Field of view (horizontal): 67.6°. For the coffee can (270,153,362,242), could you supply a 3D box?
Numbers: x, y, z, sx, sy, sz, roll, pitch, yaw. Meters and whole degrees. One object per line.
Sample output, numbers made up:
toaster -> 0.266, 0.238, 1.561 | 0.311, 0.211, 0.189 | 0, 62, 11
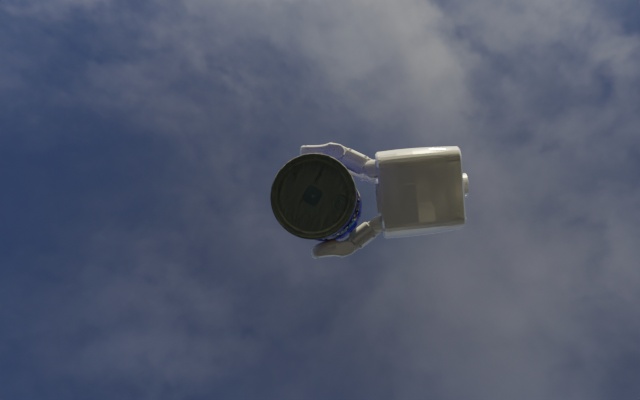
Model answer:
coffee can -> 0.000, 0.002, 0.627 | 0.103, 0.103, 0.140 | 0, -6, 8
